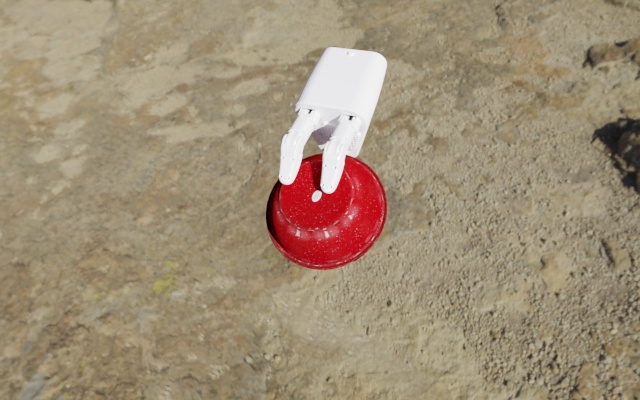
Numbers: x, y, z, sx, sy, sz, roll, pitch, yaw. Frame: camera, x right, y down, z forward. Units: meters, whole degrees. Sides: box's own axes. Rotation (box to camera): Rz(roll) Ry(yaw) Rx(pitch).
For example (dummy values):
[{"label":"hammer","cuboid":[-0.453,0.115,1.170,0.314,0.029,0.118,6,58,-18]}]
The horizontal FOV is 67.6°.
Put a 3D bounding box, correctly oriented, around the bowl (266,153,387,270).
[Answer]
[{"label":"bowl","cuboid":[0.000,0.003,0.595,0.162,0.162,0.055,0,-20,14]}]
